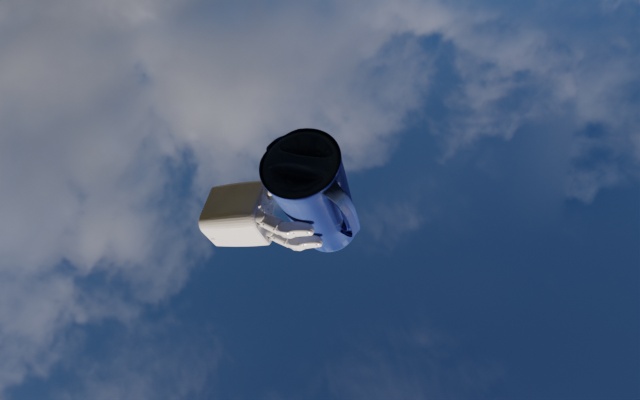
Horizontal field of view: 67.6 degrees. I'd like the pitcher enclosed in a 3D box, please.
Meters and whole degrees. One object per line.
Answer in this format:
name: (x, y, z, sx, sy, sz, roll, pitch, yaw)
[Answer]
pitcher: (0.000, 0.003, 0.831, 0.145, 0.149, 0.243, -7, -31, 12)
